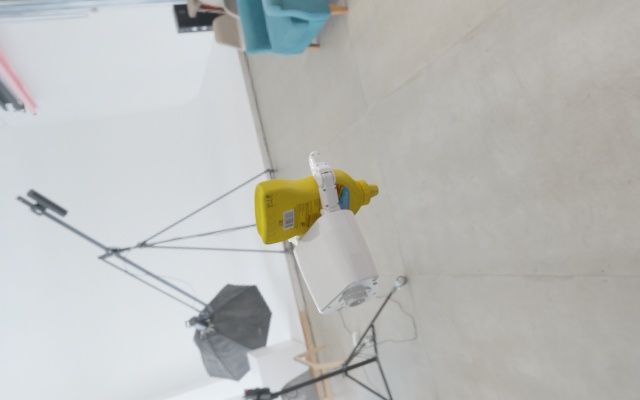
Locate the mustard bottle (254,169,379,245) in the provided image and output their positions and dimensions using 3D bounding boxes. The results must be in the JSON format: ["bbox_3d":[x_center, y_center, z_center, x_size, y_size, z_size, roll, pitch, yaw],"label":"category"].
[{"bbox_3d":[0.000,0.002,0.711,0.191,0.096,0.058,-12,36,-21],"label":"mustard bottle"}]
